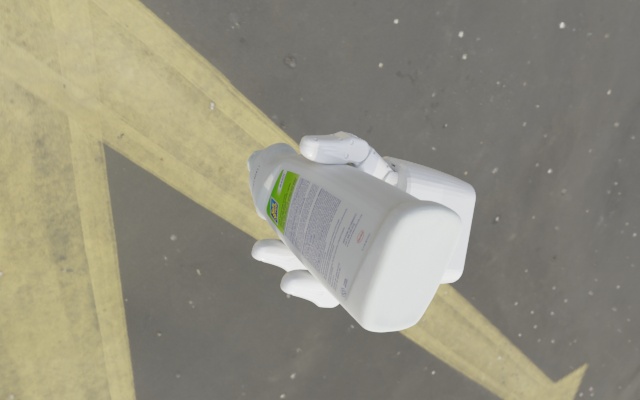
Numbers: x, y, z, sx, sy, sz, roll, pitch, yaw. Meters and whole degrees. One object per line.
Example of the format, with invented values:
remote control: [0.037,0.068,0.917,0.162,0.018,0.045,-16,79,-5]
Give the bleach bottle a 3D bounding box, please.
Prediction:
bleach bottle: [0.000,0.001,0.418,0.068,0.102,0.250,7,20,-36]
